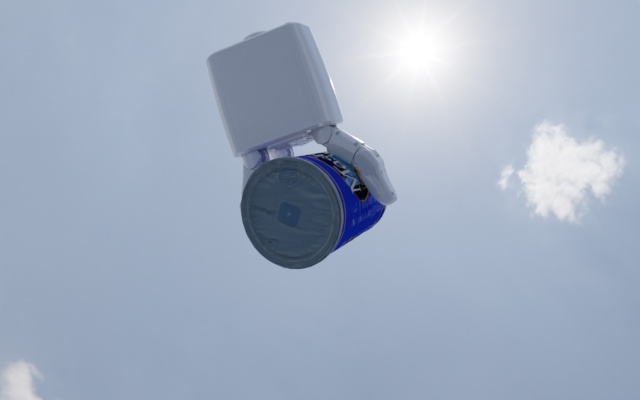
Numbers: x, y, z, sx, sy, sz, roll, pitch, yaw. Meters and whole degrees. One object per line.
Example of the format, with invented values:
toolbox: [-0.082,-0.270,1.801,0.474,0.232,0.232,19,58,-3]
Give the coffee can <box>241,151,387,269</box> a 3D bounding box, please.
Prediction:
coffee can: [0.000,0.002,0.490,0.103,0.103,0.140,0,9,25]
